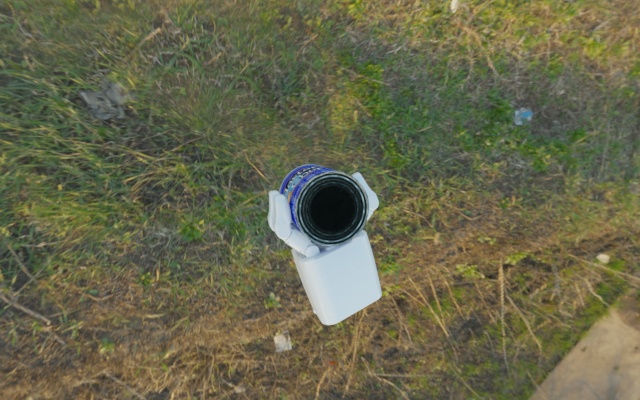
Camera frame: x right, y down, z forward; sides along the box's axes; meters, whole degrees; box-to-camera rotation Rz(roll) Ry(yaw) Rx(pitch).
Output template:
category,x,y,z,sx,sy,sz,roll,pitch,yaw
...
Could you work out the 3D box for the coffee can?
category,x,y,z,sx,sy,sz,roll,pitch,yaw
coffee can,0.000,0.002,0.700,0.103,0.103,0.140,0,8,-14
